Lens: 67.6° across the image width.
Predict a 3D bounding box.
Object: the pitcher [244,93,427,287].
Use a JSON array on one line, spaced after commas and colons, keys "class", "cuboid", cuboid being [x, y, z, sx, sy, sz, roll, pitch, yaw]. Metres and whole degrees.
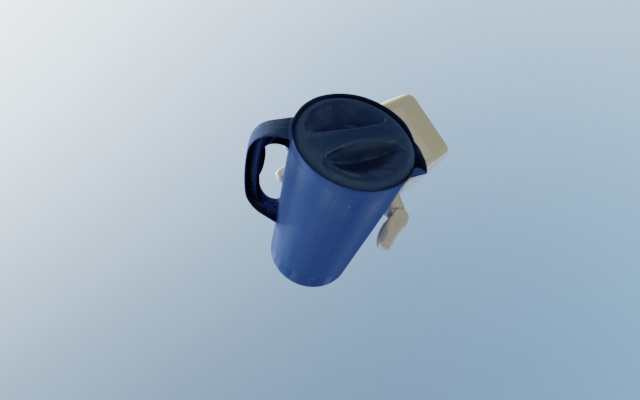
[{"class": "pitcher", "cuboid": [0.000, 0.002, 0.566, 0.145, 0.149, 0.243, -31, -23, -33]}]
